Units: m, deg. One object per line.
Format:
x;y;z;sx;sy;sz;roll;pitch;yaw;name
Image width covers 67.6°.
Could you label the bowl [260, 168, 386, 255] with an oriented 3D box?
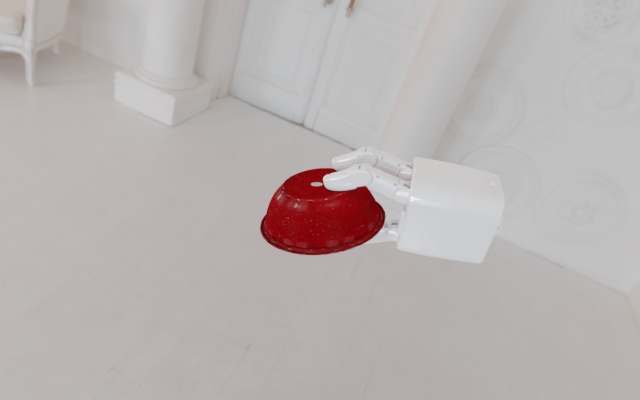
-0.001;0.002;0.602;0.162;0.055;0.162;-5;28;3;bowl
